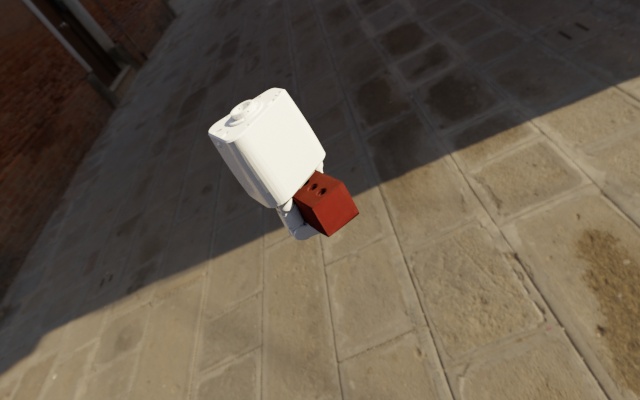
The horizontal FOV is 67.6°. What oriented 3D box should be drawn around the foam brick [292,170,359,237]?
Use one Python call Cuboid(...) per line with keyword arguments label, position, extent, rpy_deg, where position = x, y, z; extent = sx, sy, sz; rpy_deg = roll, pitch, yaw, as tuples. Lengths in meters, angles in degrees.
Cuboid(label="foam brick", position=(0.000, 0.002, 0.610), extent=(0.053, 0.051, 0.078), rpy_deg=(-38, 32, -16))
